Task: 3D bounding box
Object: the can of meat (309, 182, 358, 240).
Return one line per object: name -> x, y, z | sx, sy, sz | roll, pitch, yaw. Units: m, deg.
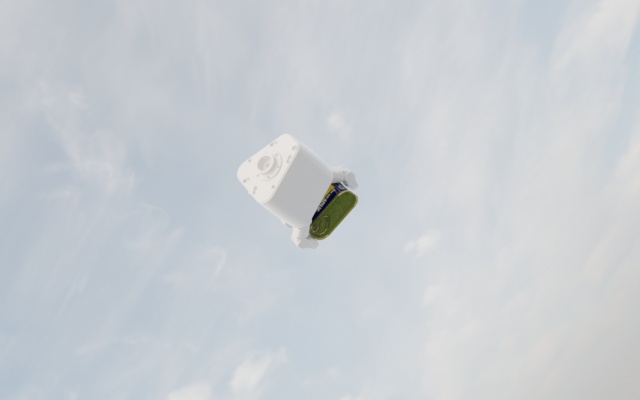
can of meat -> 0.000, 0.002, 0.829 | 0.084, 0.102, 0.057 | 46, 9, 36
